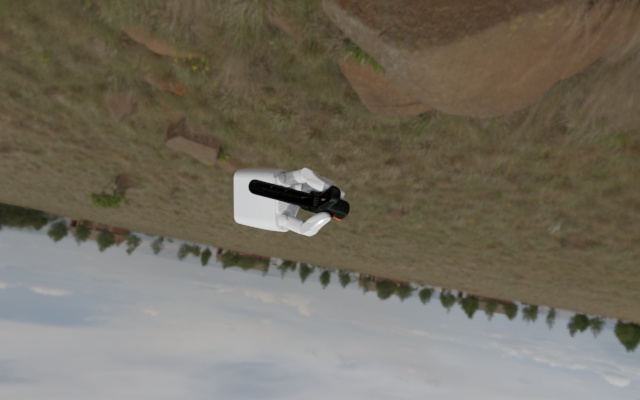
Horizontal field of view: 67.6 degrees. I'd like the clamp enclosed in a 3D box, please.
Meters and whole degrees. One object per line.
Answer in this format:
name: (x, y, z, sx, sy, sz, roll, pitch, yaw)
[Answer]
clamp: (0.000, 0.004, 0.826, 0.164, 0.036, 0.210, 5, -10, 34)
